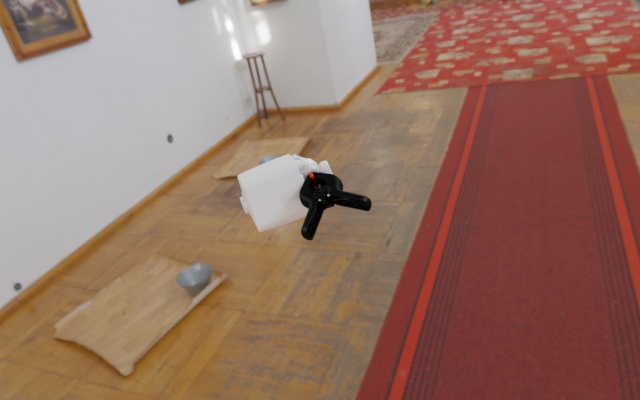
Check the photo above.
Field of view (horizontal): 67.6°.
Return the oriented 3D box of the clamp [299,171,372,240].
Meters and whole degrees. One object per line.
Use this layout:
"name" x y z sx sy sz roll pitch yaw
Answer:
"clamp" 0.000 0.002 0.806 0.120 0.039 0.171 -26 29 -12
